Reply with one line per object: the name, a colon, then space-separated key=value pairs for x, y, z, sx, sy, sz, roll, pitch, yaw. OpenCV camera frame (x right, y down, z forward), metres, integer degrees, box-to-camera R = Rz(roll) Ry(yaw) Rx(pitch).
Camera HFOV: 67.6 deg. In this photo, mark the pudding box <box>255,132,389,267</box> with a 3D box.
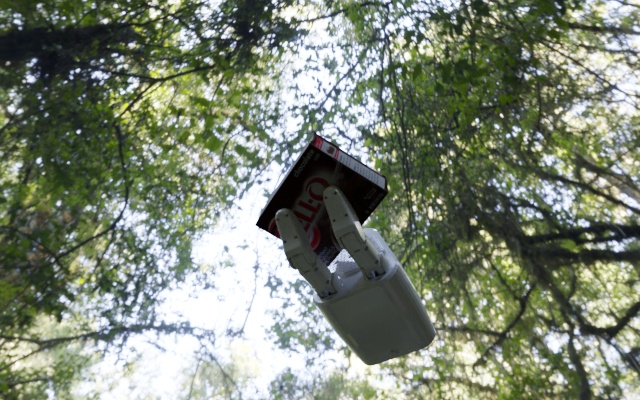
pudding box: x=0.000 y=0.002 z=0.482 sx=0.090 sy=0.113 sz=0.039 roll=30 pitch=26 yaw=-11
